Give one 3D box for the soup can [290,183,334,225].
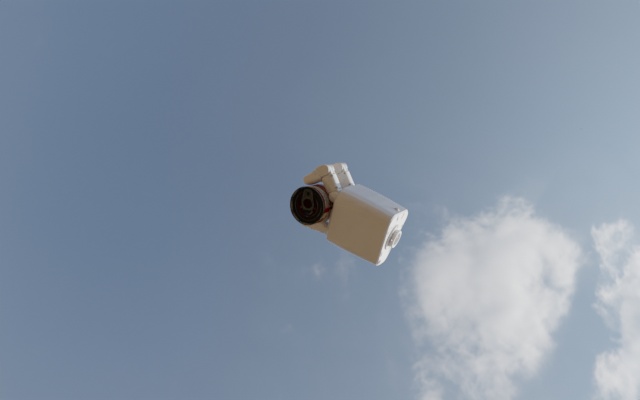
[{"bbox_3d":[0.000,0.003,0.863,0.068,0.068,0.102,0,7,29],"label":"soup can"}]
